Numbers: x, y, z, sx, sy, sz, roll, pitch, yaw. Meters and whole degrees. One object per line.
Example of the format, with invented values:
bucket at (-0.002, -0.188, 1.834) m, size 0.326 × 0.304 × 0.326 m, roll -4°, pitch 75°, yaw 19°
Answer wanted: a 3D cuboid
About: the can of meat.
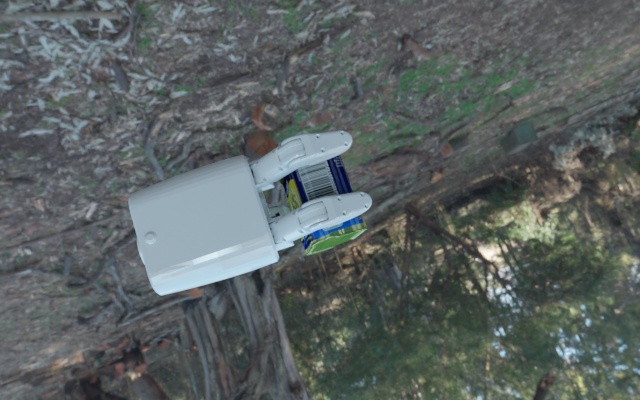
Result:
can of meat at (0.000, 0.002, 0.454) m, size 0.057 × 0.084 × 0.102 m, roll -17°, pitch -10°, yaw -10°
